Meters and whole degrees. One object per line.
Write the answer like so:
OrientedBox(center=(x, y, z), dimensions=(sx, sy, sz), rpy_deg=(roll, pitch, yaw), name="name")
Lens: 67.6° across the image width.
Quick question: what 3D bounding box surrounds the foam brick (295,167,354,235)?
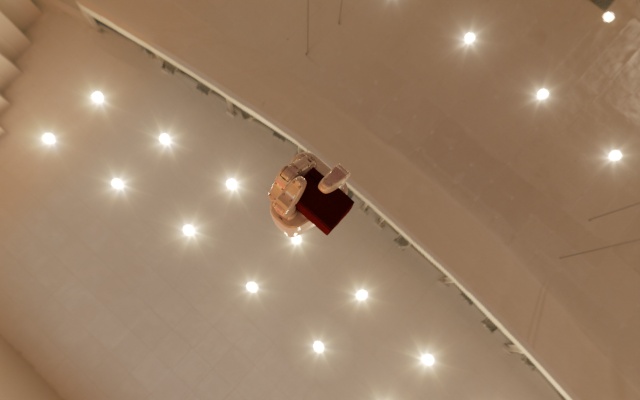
OrientedBox(center=(0.000, 0.002, 0.662), dimensions=(0.078, 0.053, 0.051), rpy_deg=(41, -13, 7), name="foam brick")
